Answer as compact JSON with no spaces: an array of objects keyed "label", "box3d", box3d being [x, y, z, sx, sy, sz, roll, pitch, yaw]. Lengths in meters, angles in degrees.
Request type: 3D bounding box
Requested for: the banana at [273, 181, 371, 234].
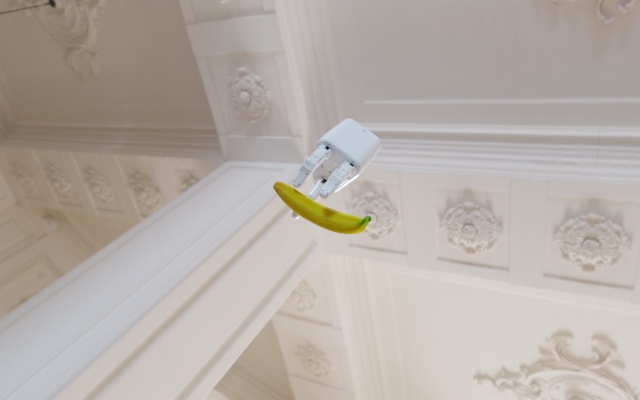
[{"label":"banana","box3d":[0.004,0.018,0.836,0.198,0.070,0.037,19,45,25]}]
